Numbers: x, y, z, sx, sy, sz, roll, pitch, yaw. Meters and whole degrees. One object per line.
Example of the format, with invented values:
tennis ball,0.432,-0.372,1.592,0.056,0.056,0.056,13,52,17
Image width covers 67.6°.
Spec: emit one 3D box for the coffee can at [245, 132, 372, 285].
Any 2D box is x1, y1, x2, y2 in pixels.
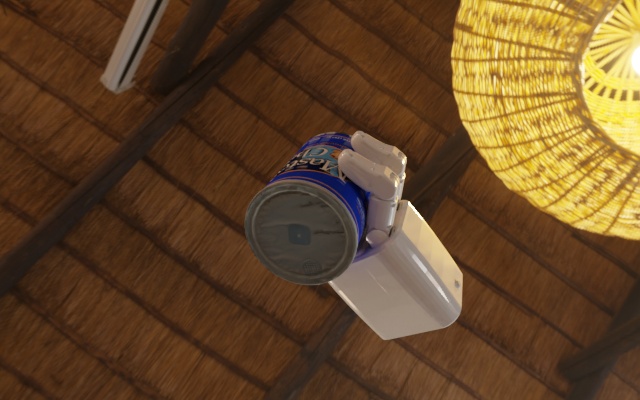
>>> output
coffee can,0.000,0.002,0.473,0.103,0.103,0.140,0,25,18
